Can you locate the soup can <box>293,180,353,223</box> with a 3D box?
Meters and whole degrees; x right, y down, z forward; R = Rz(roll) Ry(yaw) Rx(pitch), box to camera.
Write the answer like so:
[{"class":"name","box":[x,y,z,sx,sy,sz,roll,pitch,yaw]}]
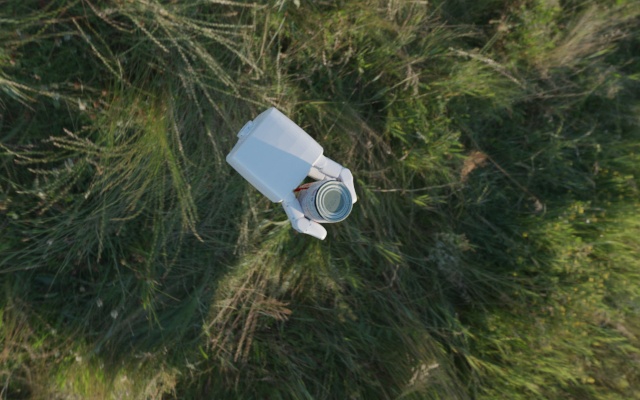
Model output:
[{"class":"soup can","box":[0.001,0.003,0.783,0.068,0.068,0.102,0,-2,-26]}]
